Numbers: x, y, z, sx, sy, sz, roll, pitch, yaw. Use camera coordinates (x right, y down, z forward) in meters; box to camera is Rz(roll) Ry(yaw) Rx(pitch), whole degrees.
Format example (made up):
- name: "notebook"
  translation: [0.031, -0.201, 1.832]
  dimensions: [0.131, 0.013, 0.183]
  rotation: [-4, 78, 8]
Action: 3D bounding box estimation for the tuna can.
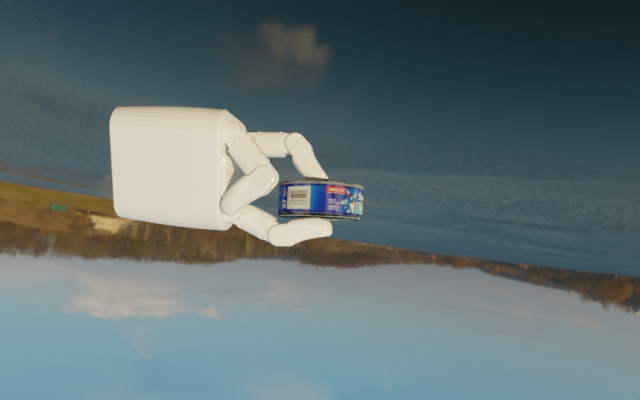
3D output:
- name: "tuna can"
  translation: [0.000, 0.002, 0.479]
  dimensions: [0.086, 0.033, 0.086]
  rotation: [2, -5, 0]
